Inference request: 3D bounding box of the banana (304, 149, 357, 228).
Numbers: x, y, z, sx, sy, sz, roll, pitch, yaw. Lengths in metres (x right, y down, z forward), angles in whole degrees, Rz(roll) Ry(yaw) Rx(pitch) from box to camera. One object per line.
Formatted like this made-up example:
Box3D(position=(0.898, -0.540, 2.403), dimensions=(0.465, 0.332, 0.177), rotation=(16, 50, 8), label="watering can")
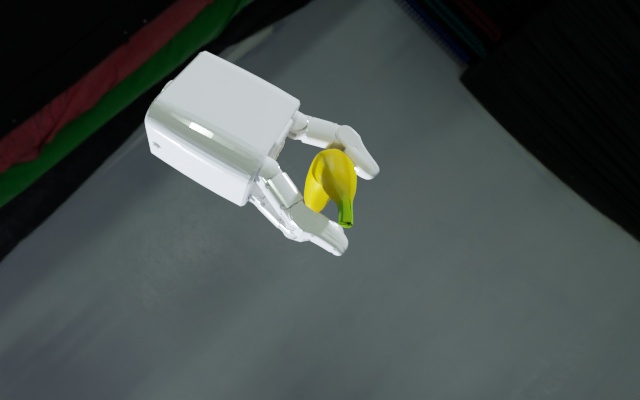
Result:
Box3D(position=(0.005, -0.016, 0.484), dimensions=(0.037, 0.069, 0.198), rotation=(14, 0, -7), label="banana")
